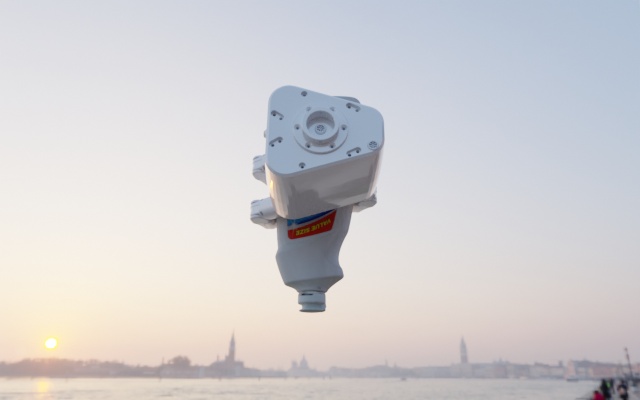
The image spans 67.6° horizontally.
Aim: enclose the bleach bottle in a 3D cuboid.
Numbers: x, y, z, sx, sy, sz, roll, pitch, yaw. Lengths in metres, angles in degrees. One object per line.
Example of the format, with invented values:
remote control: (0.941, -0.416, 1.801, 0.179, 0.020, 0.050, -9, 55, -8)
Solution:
bleach bottle: (0.000, 0.002, 0.557, 0.102, 0.250, 0.068, 0, -20, 0)
